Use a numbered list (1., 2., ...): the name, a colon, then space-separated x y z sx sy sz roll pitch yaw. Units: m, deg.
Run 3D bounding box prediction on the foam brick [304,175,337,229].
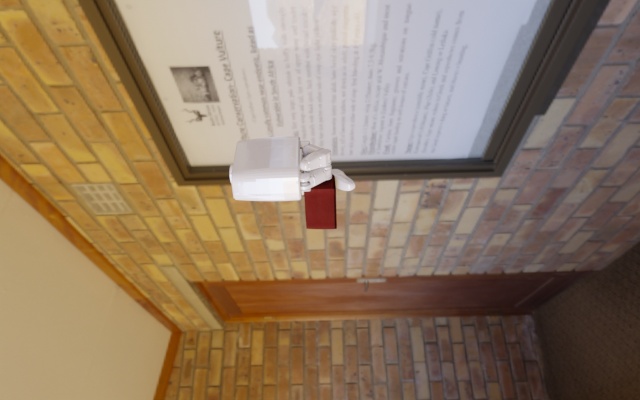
1. foam brick: 0.000 0.003 0.796 0.051 0.078 0.053 -3 28 0
